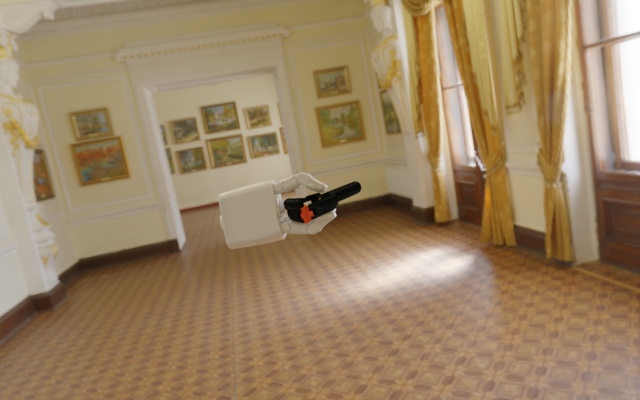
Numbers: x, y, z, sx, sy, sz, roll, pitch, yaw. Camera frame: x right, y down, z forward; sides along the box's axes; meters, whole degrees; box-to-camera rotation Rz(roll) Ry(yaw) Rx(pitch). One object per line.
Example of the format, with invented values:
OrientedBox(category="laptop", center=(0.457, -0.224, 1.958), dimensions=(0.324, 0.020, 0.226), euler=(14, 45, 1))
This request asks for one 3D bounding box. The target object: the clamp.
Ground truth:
OrientedBox(category="clamp", center=(0.000, 0.002, 0.890), dimensions=(0.164, 0.036, 0.210), euler=(-16, 7, 4))
